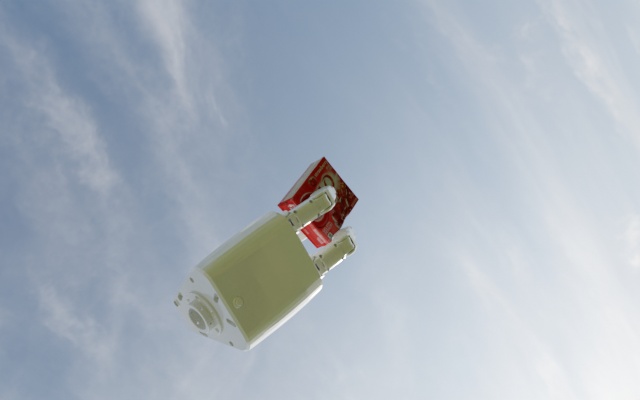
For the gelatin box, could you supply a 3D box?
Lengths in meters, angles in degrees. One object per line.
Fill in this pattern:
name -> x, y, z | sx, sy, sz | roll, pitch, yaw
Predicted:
gelatin box -> 0.000, 0.002, 0.578 | 0.030, 0.073, 0.089 | -24, 22, 44
